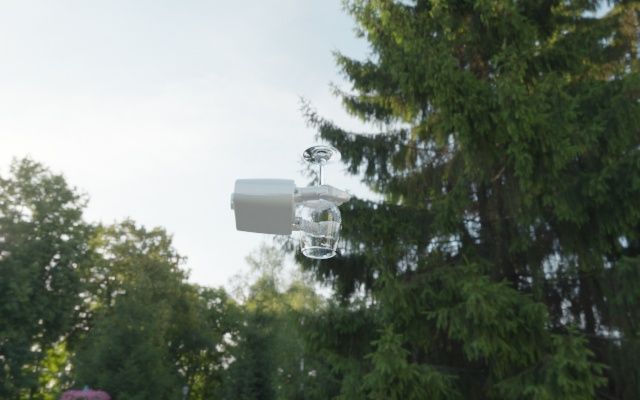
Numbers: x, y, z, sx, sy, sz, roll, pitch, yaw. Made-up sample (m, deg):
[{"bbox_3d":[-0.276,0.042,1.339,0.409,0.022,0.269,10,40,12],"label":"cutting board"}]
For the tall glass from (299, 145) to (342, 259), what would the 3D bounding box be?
[{"bbox_3d":[0.000,0.002,0.882,0.079,0.201,0.079,1,-24,0],"label":"tall glass"}]
